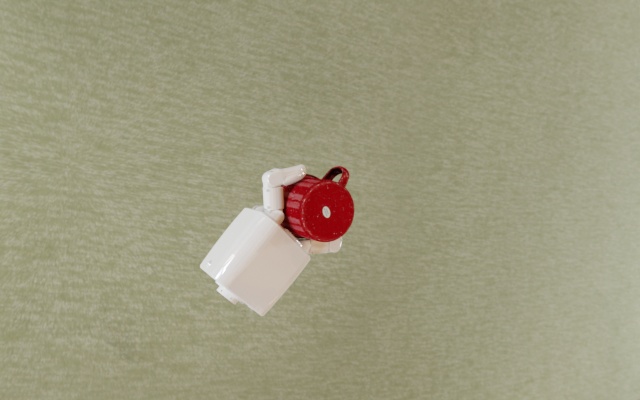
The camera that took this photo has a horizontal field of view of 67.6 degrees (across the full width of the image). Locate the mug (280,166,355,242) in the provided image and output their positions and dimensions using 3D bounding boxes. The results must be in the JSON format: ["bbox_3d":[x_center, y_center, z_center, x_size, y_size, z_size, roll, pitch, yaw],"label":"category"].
[{"bbox_3d":[0.001,0.001,0.650,0.093,0.117,0.081,43,-14,-23],"label":"mug"}]
